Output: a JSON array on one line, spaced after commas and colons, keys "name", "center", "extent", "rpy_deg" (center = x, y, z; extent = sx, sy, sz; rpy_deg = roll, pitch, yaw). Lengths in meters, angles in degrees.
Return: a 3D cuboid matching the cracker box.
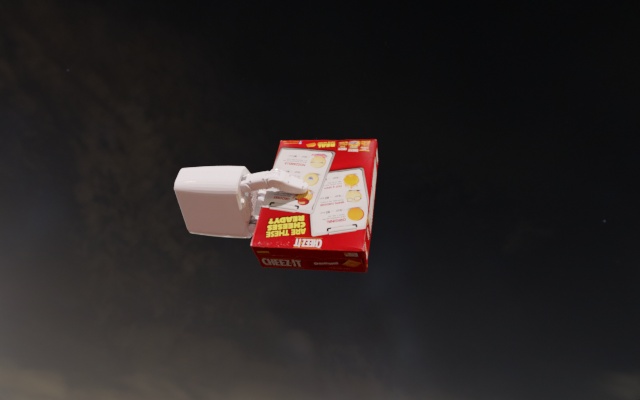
[{"name": "cracker box", "center": [0.000, 0.002, 0.742], "extent": [0.164, 0.213, 0.072], "rpy_deg": [1, -37, 13]}]
